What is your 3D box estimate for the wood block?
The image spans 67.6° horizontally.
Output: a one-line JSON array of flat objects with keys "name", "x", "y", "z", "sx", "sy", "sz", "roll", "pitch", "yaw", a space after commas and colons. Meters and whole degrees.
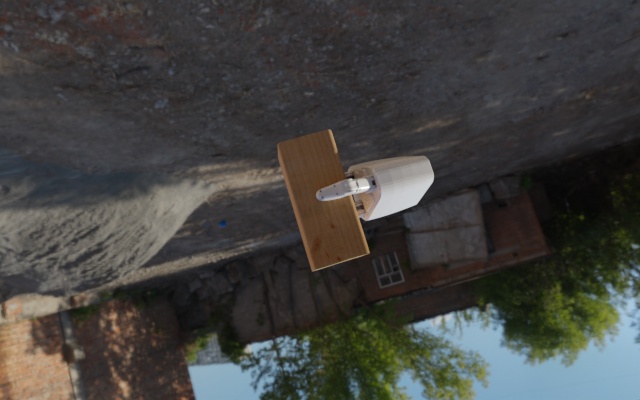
[{"name": "wood block", "x": 0.001, "y": 0.003, "z": 0.778, "sx": 0.090, "sy": 0.206, "sz": 0.091, "roll": -16, "pitch": -8, "yaw": -8}]
